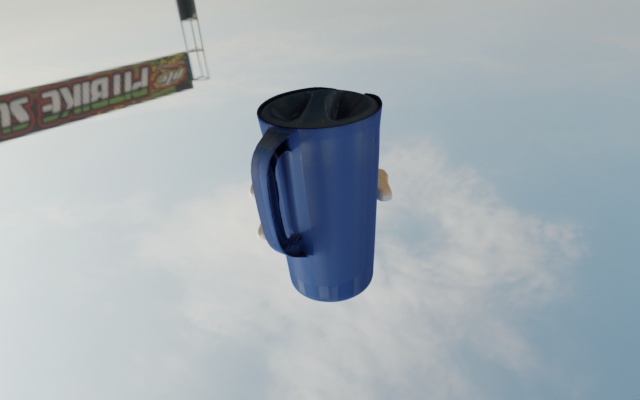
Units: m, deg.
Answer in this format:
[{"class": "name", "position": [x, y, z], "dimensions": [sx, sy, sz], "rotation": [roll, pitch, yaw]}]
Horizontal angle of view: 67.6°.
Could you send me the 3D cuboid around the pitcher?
[{"class": "pitcher", "position": [0.000, 0.002, 0.556], "dimensions": [0.149, 0.243, 0.145], "rotation": [-9, 30, -8]}]
